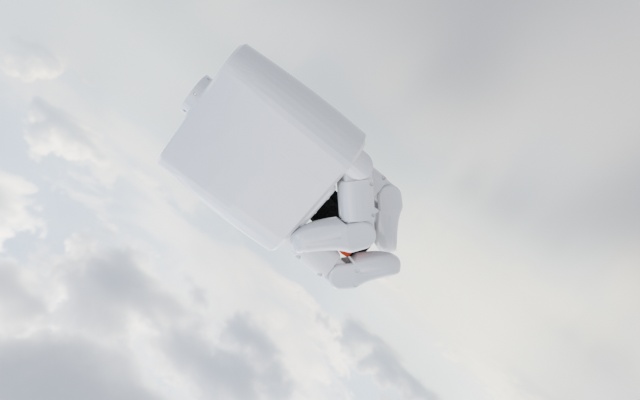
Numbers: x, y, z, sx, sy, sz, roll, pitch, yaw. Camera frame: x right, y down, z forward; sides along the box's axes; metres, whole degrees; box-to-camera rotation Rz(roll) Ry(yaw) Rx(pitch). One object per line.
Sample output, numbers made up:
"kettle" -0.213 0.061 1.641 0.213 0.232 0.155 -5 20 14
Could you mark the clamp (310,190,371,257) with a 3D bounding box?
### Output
"clamp" 0.000 0.002 0.445 0.120 0.039 0.171 37 2 -12
